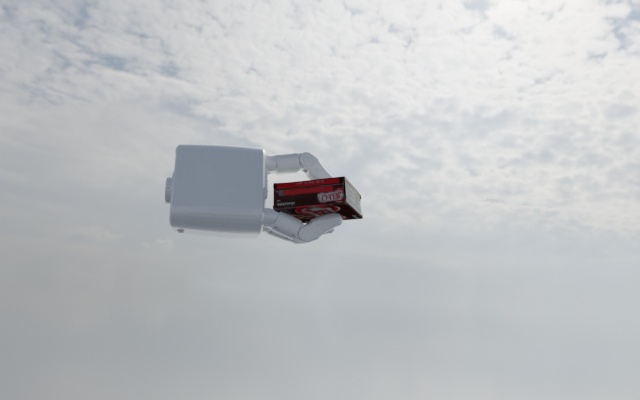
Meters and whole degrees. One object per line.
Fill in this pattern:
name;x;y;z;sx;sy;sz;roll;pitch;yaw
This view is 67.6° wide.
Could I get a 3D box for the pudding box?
pudding box;0.000;0.002;0.605;0.090;0.039;0.113;-4;-10;15
